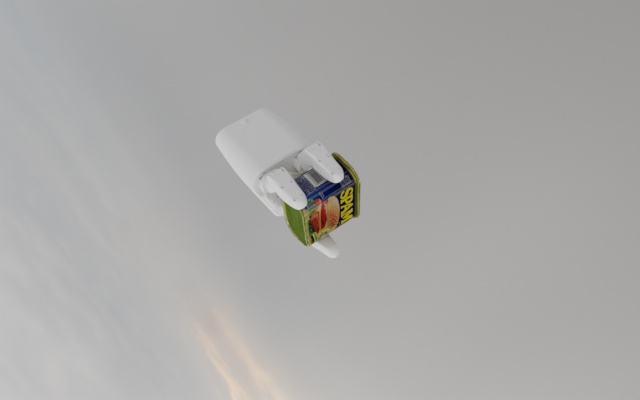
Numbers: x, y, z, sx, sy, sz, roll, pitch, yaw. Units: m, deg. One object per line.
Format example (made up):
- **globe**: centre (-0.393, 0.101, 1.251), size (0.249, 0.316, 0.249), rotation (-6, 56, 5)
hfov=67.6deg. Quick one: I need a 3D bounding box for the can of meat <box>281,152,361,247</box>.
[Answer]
- **can of meat**: centre (0.000, 0.002, 0.601), size (0.084, 0.057, 0.102), rotation (-32, -31, -18)
